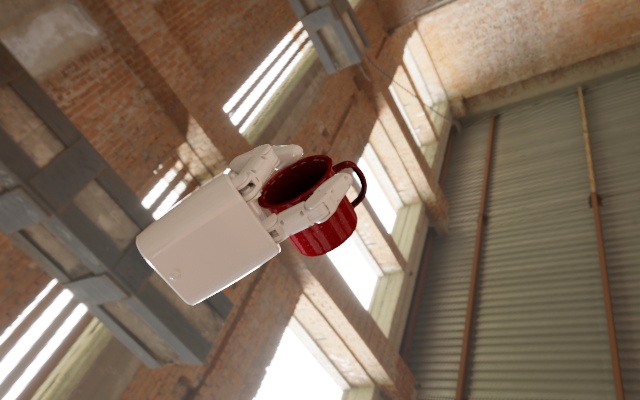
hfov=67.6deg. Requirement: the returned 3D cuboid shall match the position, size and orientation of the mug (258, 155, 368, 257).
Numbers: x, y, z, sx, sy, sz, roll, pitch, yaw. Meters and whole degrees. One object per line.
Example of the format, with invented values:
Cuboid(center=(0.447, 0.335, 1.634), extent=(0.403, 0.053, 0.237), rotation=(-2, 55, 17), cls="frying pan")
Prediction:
Cuboid(center=(0.001, 0.001, 0.538), extent=(0.117, 0.081, 0.093), rotation=(-33, 27, -3), cls="mug")
